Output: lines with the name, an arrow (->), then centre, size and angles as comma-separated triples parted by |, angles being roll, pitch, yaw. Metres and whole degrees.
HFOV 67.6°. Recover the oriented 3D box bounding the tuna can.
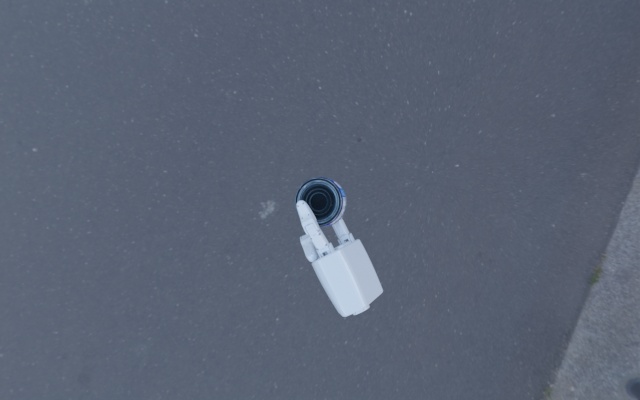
tuna can -> 0.000, 0.003, 0.821 | 0.086, 0.086, 0.034 | 0, -1, 16
